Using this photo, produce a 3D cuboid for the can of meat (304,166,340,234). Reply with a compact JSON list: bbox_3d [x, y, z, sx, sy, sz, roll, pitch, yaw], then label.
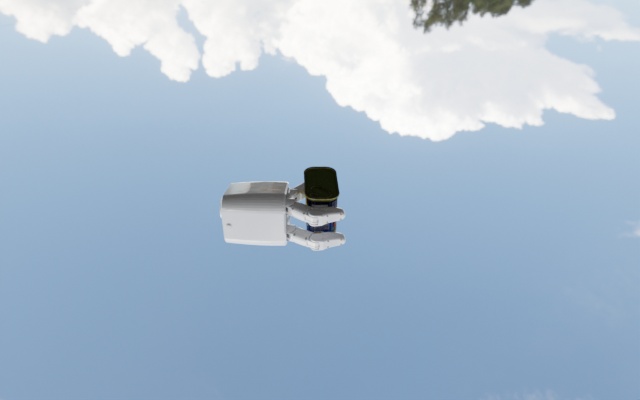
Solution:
[{"bbox_3d":[0.000,0.003,0.827,0.057,0.084,0.102,-1,35,-3],"label":"can of meat"}]
